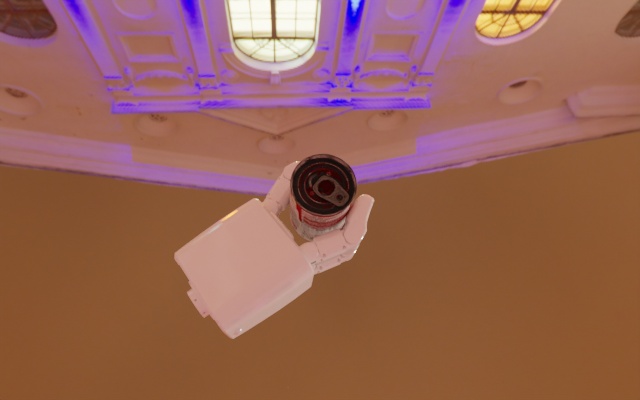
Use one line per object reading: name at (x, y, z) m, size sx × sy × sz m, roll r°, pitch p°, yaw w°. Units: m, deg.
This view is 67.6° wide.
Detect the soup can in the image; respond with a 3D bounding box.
soup can at (0.000, 0.001, 0.527) m, size 0.068 × 0.068 × 0.102 m, roll 0°, pitch -21°, yaw -4°
